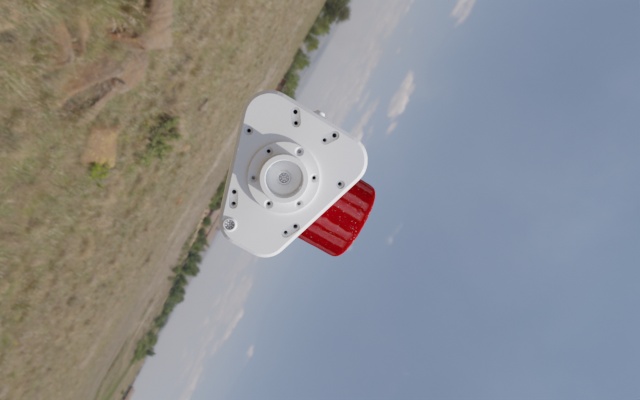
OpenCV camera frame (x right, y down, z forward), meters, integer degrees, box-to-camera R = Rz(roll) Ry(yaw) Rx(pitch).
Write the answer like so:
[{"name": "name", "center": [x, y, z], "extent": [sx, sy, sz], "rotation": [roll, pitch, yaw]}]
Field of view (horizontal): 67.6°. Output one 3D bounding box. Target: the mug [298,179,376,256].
[{"name": "mug", "center": [0.000, 0.002, 0.490], "extent": [0.081, 0.093, 0.117], "rotation": [30, 4, -8]}]
